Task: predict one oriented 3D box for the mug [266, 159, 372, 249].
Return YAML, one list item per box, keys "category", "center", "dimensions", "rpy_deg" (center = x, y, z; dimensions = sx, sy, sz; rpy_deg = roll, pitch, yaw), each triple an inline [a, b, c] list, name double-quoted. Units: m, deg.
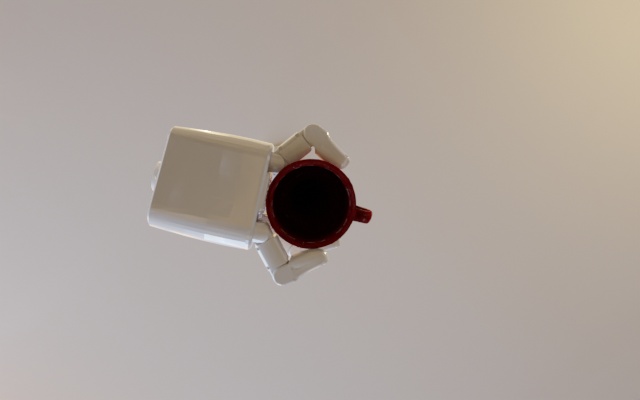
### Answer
- category: "mug"
  center: [0.001, 0.002, 0.527]
  dimensions: [0.117, 0.093, 0.081]
  rpy_deg: [13, 6, -5]
